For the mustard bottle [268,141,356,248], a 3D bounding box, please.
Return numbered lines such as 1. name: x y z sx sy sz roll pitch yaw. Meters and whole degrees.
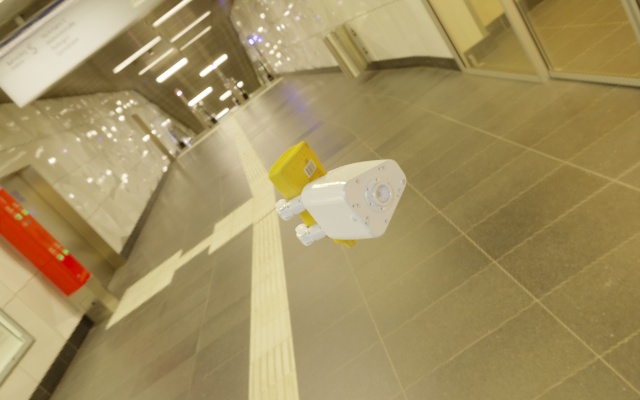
1. mustard bottle: 0.000 0.002 0.784 0.058 0.192 0.096 -24 23 36
